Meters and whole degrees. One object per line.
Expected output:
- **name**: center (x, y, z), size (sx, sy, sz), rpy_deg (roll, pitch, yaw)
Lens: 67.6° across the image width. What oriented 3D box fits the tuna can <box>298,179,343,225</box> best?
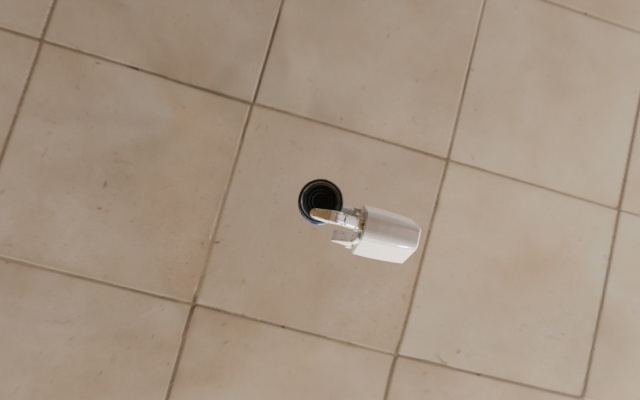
- **tuna can**: center (0.000, 0.003, 0.895), size (0.086, 0.086, 0.034), rpy_deg (0, -6, -2)
